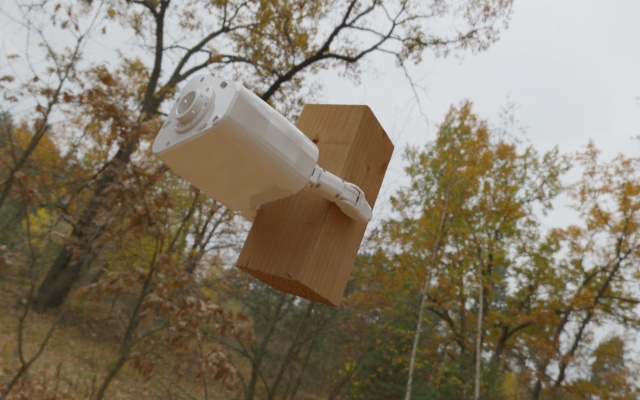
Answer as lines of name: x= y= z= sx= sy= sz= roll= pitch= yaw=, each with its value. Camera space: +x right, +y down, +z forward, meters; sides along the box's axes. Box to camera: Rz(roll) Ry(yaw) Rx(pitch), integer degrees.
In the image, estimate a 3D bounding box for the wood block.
wood block: x=0.000 y=0.002 z=0.539 sx=0.091 sy=0.206 sz=0.090 roll=9 pitch=-22 yaw=34
